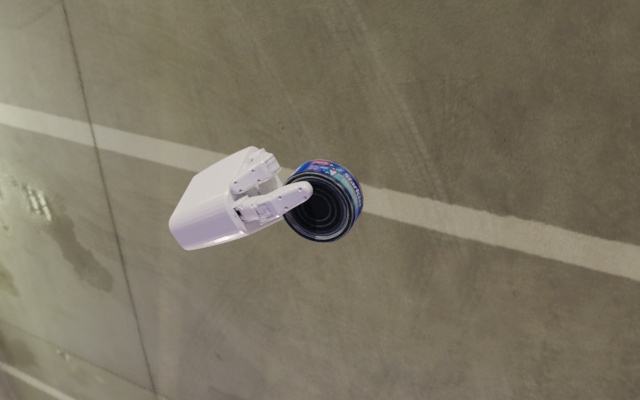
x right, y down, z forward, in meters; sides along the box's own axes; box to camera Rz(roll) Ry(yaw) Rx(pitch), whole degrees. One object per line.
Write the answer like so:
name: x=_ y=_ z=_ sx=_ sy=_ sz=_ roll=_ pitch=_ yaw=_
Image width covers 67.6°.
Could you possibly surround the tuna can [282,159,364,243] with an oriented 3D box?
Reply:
tuna can: x=0.000 y=0.002 z=0.506 sx=0.086 sy=0.086 sz=0.033 roll=0 pitch=26 yaw=23
